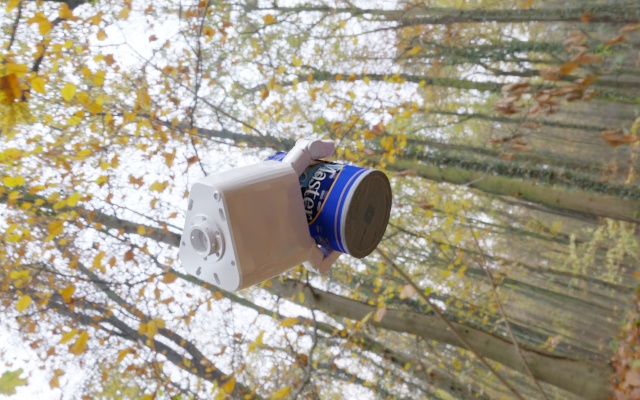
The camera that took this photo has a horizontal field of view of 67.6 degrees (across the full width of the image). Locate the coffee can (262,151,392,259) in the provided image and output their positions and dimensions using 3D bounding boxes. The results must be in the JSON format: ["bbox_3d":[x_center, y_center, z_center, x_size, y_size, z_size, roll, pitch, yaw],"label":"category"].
[{"bbox_3d":[0.000,0.002,0.574,0.140,0.103,0.103,14,8,34],"label":"coffee can"}]
